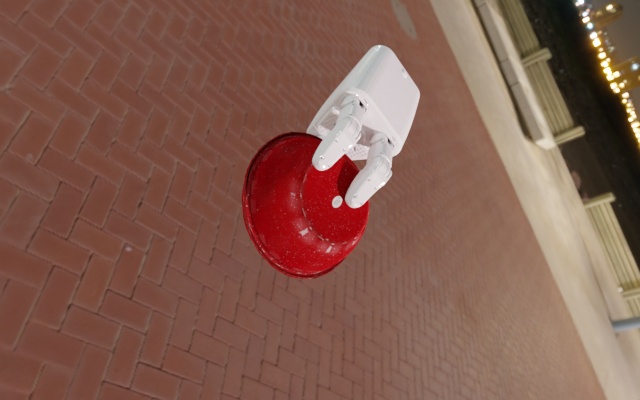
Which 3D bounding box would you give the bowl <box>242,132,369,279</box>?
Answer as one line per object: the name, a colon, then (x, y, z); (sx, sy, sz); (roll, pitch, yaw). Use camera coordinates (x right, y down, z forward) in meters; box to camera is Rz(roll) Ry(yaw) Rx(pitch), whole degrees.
bowl: (0.000, 0.003, 0.503); (0.162, 0.162, 0.055); (0, -6, -39)
